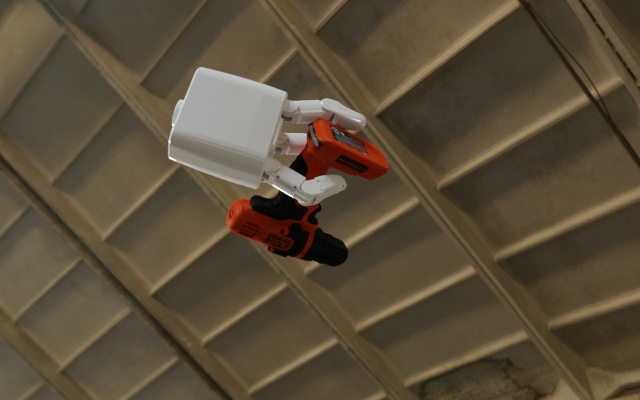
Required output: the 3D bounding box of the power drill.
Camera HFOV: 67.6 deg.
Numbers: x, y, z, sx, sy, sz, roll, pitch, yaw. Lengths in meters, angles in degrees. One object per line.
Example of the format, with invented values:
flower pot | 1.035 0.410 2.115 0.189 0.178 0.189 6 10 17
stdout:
power drill | 0.000 0.002 0.610 0.184 0.188 0.057 23 30 -30
